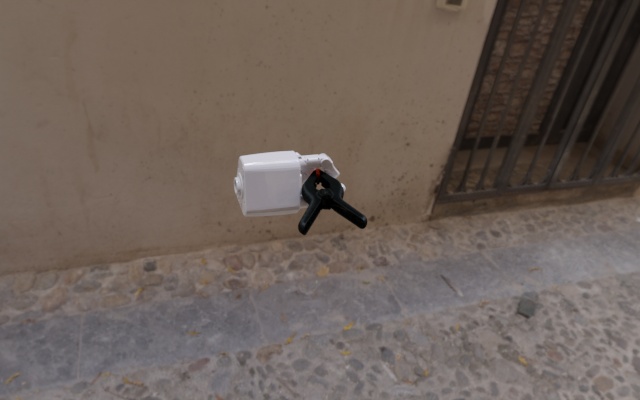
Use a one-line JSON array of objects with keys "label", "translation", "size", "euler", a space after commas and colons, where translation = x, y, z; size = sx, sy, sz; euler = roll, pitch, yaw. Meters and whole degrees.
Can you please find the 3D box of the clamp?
[{"label": "clamp", "translation": [0.000, 0.002, 0.870], "size": [0.120, 0.039, 0.171], "euler": [-6, 36, -20]}]
